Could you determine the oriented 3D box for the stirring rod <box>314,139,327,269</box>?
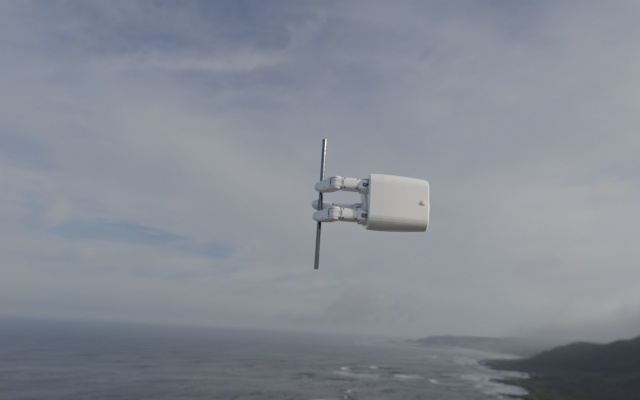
[{"bbox_3d":[0.000,0.003,0.859,0.011,0.239,0.011,4,-14,1],"label":"stirring rod"}]
